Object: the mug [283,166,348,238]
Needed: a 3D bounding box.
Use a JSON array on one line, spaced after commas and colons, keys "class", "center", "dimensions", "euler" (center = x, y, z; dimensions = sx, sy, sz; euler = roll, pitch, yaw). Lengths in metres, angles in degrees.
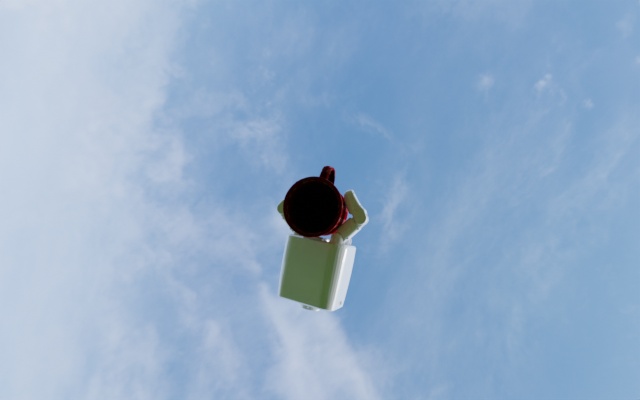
[{"class": "mug", "center": [0.000, 0.001, 0.756], "dimensions": [0.093, 0.117, 0.081], "euler": [13, -3, 15]}]
